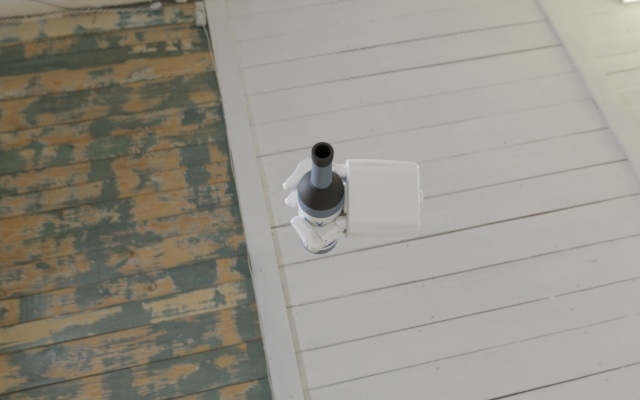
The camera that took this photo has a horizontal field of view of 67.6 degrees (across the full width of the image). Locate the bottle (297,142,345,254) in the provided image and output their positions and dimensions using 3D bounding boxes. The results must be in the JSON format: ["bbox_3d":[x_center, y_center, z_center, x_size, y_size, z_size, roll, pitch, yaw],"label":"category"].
[{"bbox_3d":[0.000,0.002,0.700,0.069,0.069,0.296,0,-24,-1],"label":"bottle"}]
